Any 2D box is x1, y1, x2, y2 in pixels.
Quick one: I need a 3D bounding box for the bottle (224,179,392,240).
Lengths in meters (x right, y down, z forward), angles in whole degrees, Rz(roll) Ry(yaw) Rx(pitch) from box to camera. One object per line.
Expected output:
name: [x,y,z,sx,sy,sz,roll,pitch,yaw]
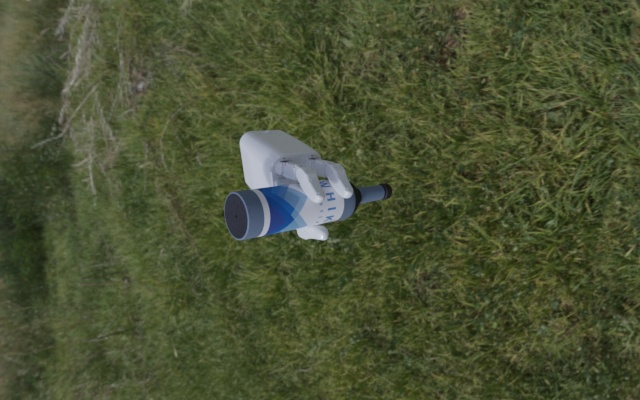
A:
bottle: [0.000,0.002,0.732,0.295,0.069,0.069,-9,6,-38]
